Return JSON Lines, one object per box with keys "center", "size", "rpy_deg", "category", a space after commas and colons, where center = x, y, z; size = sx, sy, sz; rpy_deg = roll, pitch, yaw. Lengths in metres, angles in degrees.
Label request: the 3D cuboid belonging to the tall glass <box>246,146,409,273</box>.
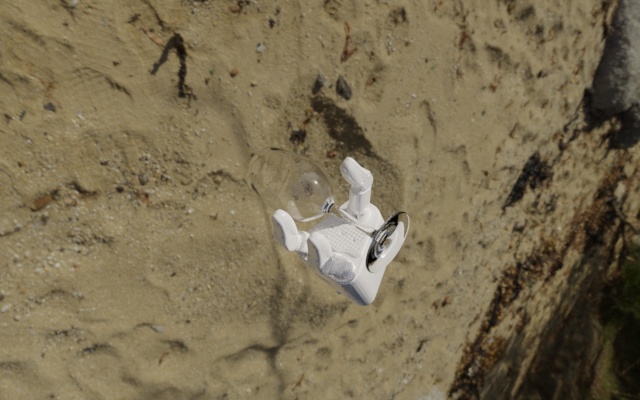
{"center": [0.001, 0.002, 0.558], "size": [0.201, 0.079, 0.079], "rpy_deg": [31, 18, 32], "category": "tall glass"}
